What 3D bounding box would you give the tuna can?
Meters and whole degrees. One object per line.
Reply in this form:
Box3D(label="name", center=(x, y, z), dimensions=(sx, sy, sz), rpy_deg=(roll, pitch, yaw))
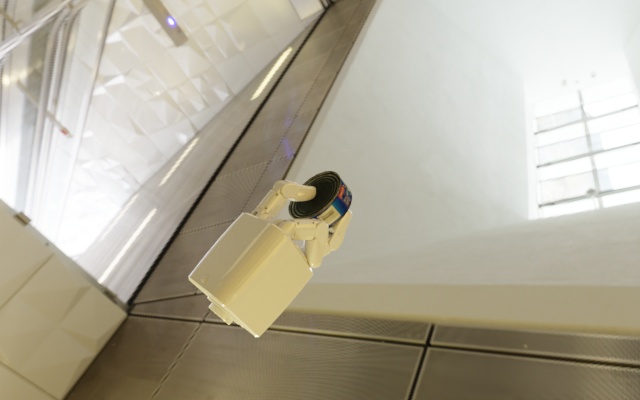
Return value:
Box3D(label="tuna can", center=(0.000, 0.002, 0.652), dimensions=(0.086, 0.086, 0.034), rpy_deg=(0, -40, 47))
